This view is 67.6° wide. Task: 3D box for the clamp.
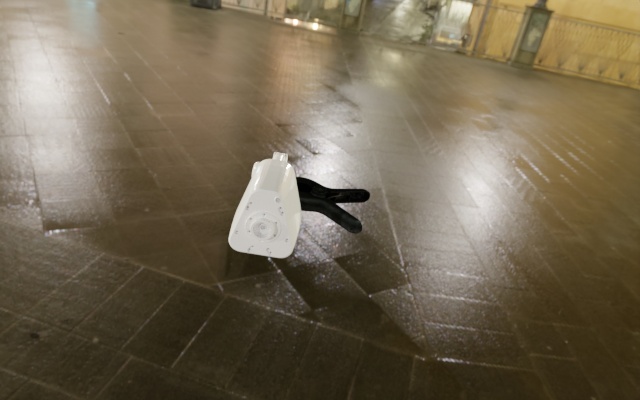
[{"bbox_3d":[0.000,0.002,0.789,0.171,0.039,0.120,10,26,-2],"label":"clamp"}]
